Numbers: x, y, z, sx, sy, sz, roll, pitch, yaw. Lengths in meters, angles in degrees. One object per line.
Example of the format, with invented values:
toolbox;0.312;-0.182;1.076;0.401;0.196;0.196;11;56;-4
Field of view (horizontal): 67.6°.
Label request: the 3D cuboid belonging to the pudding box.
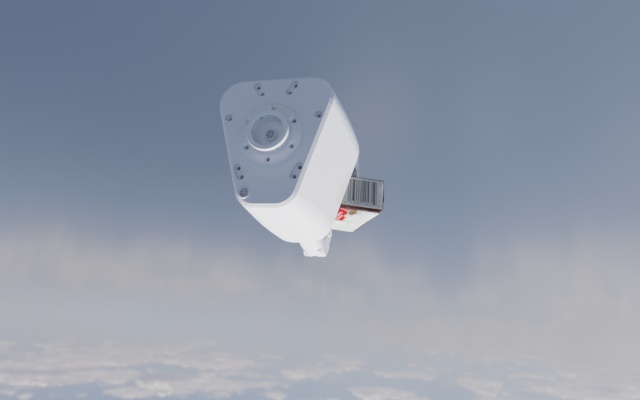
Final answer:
pudding box;0.000;0.002;0.514;0.113;0.039;0.090;9;-18;-13
